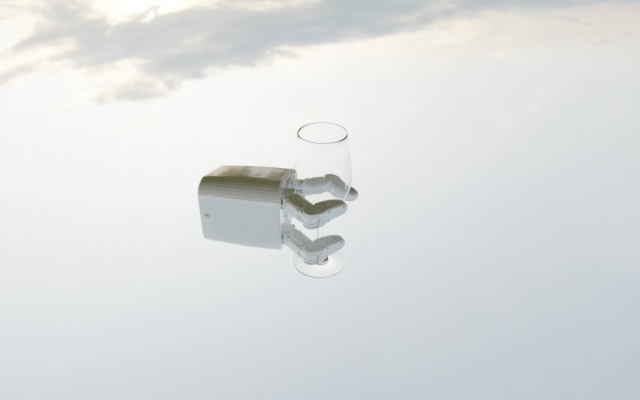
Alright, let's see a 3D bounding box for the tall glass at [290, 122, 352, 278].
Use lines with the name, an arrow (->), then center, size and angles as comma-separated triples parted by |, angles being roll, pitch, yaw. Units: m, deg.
tall glass -> 0.000, 0.003, 0.625 | 0.079, 0.201, 0.079 | 1, 33, -1
